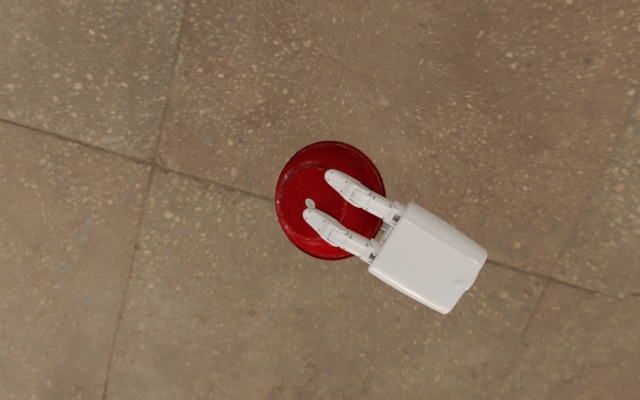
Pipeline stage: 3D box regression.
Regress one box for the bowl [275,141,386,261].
[{"bbox_3d":[-0.001,0.002,0.616,0.162,0.162,0.055,0,3,24],"label":"bowl"}]
